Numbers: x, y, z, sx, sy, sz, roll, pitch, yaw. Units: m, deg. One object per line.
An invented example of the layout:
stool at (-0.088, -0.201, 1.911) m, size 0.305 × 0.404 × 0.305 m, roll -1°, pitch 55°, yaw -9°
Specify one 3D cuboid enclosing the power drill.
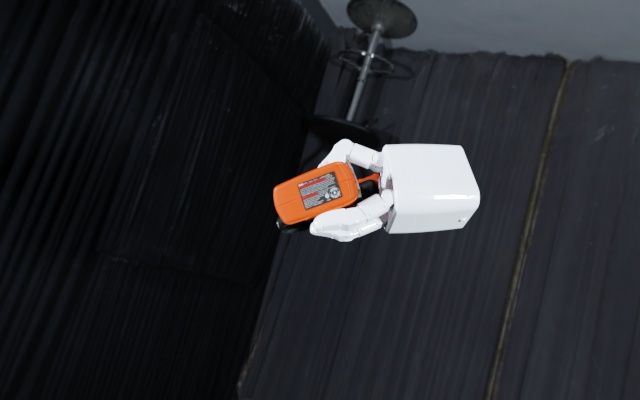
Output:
power drill at (0.000, 0.002, 0.674) m, size 0.184 × 0.057 × 0.187 m, roll -23°, pitch -8°, yaw 12°
